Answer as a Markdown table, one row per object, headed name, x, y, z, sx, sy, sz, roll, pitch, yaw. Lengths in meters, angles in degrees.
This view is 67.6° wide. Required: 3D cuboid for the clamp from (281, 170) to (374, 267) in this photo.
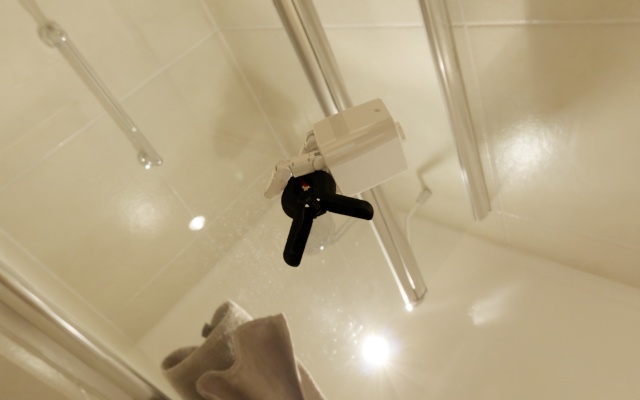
| name | x | y | z | sx | sy | sz | roll | pitch | yaw |
| --- | --- | --- | --- | --- | --- | --- | --- | --- | --- |
| clamp | 0.000 | 0.002 | 0.612 | 0.120 | 0.039 | 0.171 | -23 | 38 | 7 |
